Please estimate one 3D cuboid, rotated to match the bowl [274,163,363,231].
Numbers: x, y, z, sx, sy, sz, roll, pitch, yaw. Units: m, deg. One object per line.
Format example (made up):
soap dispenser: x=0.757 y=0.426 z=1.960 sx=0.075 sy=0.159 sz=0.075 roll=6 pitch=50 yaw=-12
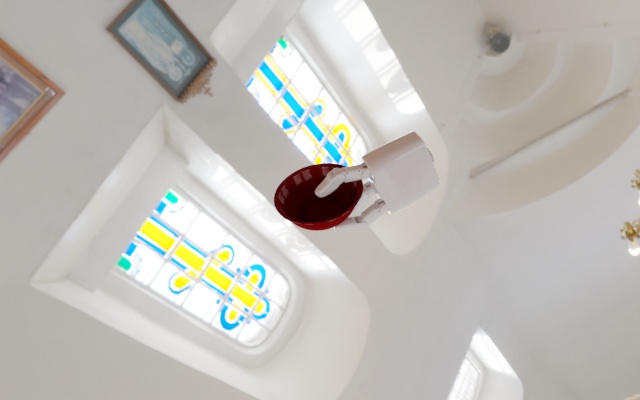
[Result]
bowl: x=-0.001 y=0.003 z=0.862 sx=0.162 sy=0.055 sz=0.162 roll=-8 pitch=41 yaw=7
